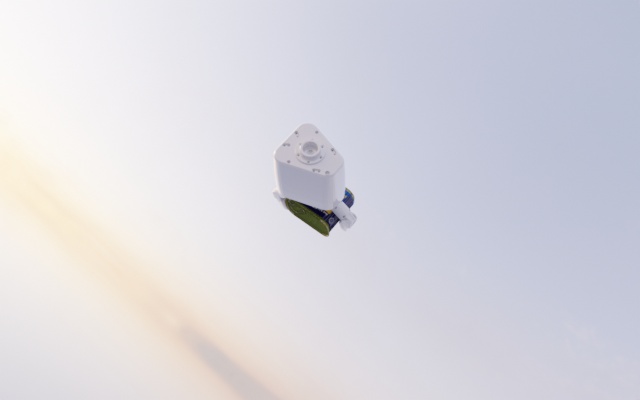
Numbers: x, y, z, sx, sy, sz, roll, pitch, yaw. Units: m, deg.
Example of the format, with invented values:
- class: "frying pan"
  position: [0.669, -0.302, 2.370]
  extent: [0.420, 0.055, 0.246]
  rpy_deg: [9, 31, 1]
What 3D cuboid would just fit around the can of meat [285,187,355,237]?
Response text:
- class: "can of meat"
  position: [0.000, 0.003, 0.880]
  extent: [0.102, 0.084, 0.057]
  rpy_deg: [33, -22, 21]
